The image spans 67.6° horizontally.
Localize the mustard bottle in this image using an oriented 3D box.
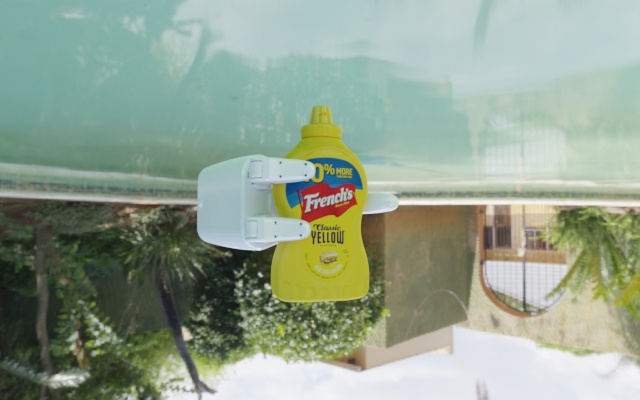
[{"bbox_3d":[0.000,0.002,0.478,0.096,0.191,0.058,1,-3,-16],"label":"mustard bottle"}]
